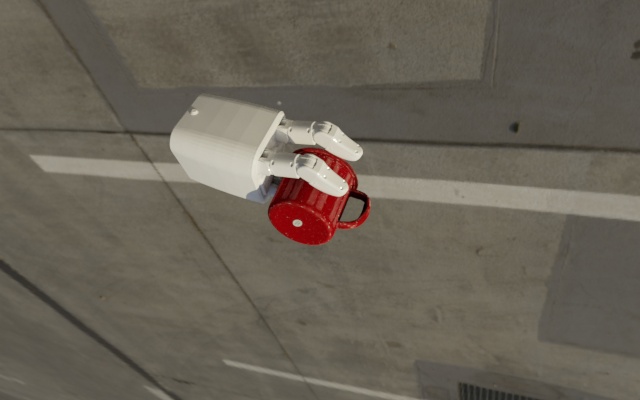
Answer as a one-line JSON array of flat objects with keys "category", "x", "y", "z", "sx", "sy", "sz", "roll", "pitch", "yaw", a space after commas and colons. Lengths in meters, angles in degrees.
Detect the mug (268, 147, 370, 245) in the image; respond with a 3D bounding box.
[{"category": "mug", "x": 0.001, "y": 0.002, "z": 0.561, "sx": 0.117, "sy": 0.081, "sz": 0.093, "roll": 16, "pitch": -36, "yaw": 10}]
